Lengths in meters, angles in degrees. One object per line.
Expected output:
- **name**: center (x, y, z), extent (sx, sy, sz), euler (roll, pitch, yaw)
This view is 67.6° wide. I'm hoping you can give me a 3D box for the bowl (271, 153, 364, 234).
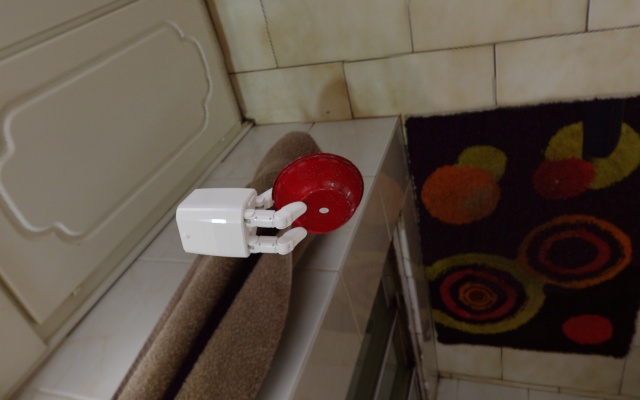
- **bowl**: center (0.001, 0.002, 0.799), extent (0.162, 0.162, 0.055), euler (0, 36, -12)
